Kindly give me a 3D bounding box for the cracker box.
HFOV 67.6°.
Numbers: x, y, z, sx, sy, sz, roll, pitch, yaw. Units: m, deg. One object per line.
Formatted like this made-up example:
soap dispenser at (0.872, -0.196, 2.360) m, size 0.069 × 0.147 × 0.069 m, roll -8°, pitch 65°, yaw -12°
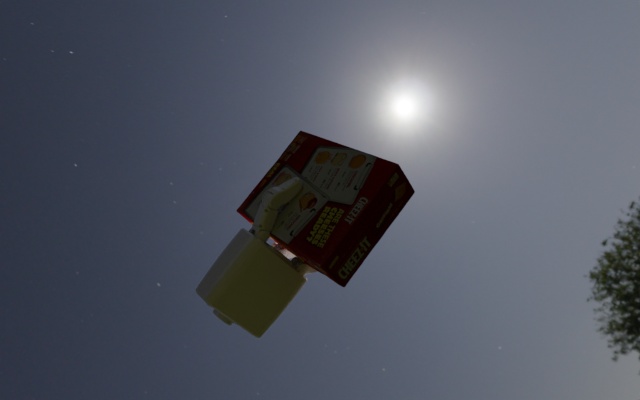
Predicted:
cracker box at (0.000, 0.002, 0.677) m, size 0.213 × 0.164 × 0.072 m, roll 27°, pitch -15°, yaw 47°
